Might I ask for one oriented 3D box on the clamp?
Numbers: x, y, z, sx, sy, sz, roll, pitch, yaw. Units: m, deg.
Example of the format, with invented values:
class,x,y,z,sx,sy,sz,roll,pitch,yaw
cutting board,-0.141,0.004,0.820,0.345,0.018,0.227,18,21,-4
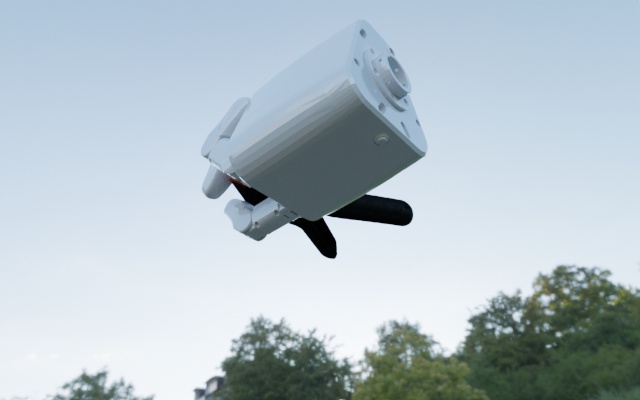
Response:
class,x,y,z,sx,sy,sz,roll,pitch,yaw
clamp,0.000,0.001,0.441,0.120,0.039,0.171,-28,-43,31
